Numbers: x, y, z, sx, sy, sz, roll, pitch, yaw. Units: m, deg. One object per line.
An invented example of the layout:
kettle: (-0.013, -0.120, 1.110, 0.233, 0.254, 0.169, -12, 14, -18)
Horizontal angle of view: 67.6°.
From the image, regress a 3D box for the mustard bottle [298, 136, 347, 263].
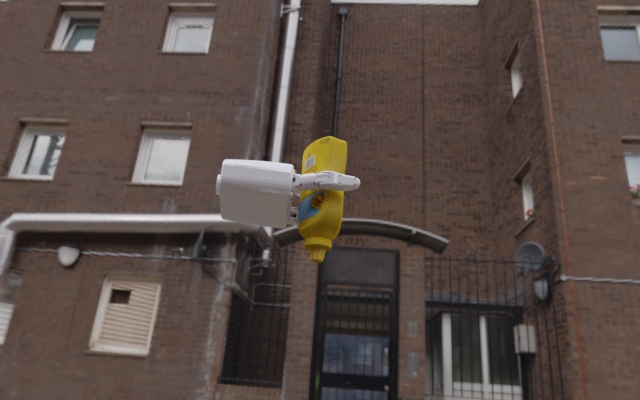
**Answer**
mustard bottle: (0.000, 0.002, 0.748, 0.058, 0.191, 0.096, 16, -24, -28)
